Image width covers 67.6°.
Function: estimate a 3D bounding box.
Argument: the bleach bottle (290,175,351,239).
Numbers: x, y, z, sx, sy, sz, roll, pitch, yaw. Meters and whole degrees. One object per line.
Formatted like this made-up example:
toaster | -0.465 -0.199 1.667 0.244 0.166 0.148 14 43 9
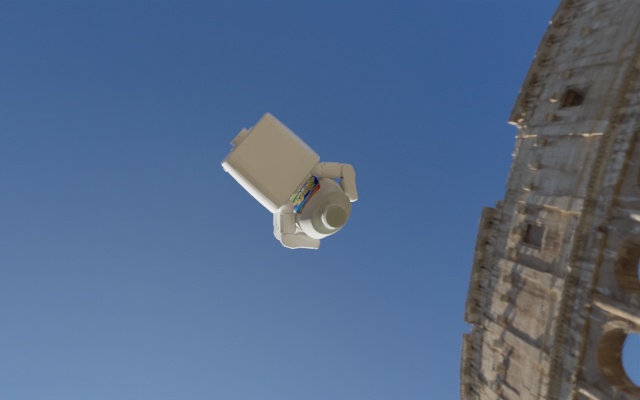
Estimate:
bleach bottle | 0.000 0.003 0.736 0.068 0.102 0.251 43 -4 -13
